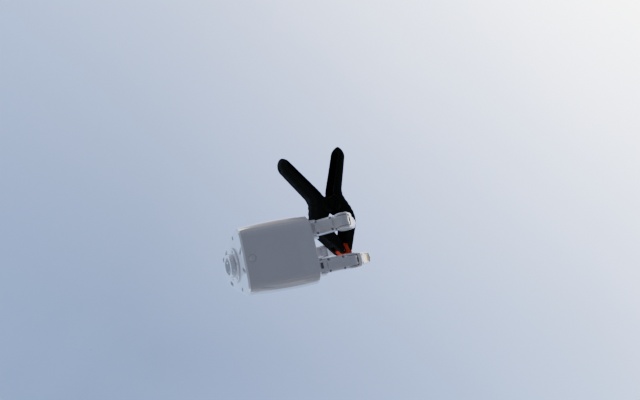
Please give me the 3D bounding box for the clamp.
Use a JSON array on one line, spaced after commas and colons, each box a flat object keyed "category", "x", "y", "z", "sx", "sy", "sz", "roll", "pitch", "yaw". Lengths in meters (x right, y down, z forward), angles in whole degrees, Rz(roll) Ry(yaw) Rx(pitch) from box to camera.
[{"category": "clamp", "x": 0.000, "y": 0.003, "z": 0.720, "sx": 0.120, "sy": 0.171, "sz": 0.039, "roll": -7, "pitch": -12, "yaw": -28}]
